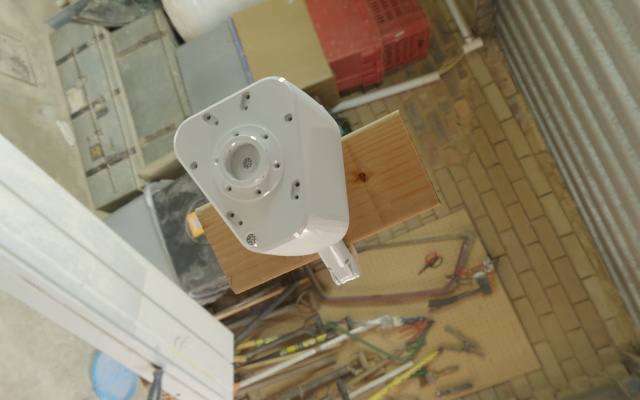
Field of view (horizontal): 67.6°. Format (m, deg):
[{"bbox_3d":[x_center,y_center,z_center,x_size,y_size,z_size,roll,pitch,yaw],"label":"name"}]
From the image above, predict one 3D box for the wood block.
[{"bbox_3d":[0.000,0.002,0.463,0.206,0.091,0.090,-25,2,12],"label":"wood block"}]
